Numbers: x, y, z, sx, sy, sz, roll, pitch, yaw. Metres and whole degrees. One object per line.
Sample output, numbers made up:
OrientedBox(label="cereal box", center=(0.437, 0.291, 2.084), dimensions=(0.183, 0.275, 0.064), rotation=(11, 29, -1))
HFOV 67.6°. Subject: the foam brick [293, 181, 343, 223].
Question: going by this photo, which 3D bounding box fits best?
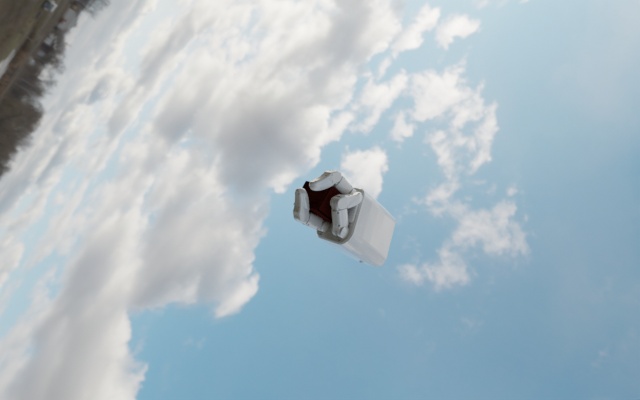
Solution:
OrientedBox(label="foam brick", center=(0.000, 0.003, 0.853), dimensions=(0.051, 0.053, 0.078), rotation=(37, -14, -34))
